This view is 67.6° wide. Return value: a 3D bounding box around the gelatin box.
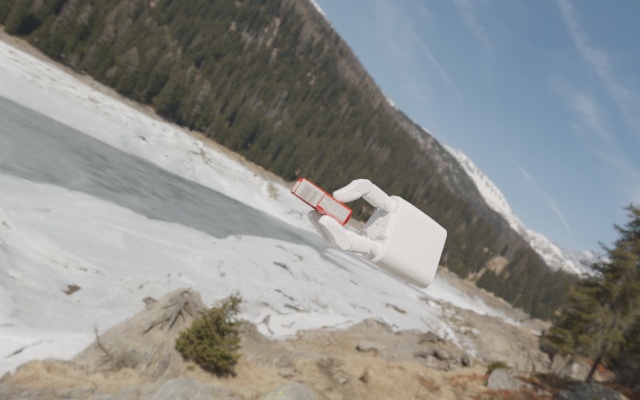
[{"bbox_3d":[0.000,0.002,0.715,0.089,0.030,0.073,34,-2,-8],"label":"gelatin box"}]
